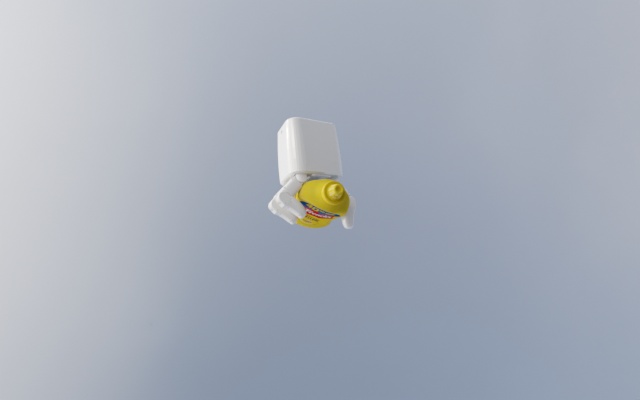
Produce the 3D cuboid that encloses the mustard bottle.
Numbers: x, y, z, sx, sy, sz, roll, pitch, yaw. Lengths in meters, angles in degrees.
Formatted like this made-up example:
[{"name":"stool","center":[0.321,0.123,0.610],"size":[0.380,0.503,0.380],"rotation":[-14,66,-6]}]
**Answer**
[{"name":"mustard bottle","center":[0.000,0.003,0.873],"size":[0.096,0.058,0.192],"rotation":[23,-20,-13]}]
